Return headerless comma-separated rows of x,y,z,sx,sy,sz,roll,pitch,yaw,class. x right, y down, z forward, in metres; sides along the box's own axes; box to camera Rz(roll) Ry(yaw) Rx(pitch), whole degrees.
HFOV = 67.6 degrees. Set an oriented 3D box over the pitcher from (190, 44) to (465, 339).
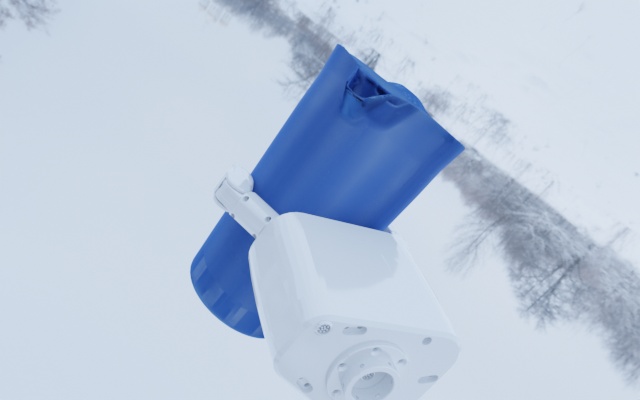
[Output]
0.000,0.001,0.425,0.149,0.243,0.145,32,16,-28,pitcher
